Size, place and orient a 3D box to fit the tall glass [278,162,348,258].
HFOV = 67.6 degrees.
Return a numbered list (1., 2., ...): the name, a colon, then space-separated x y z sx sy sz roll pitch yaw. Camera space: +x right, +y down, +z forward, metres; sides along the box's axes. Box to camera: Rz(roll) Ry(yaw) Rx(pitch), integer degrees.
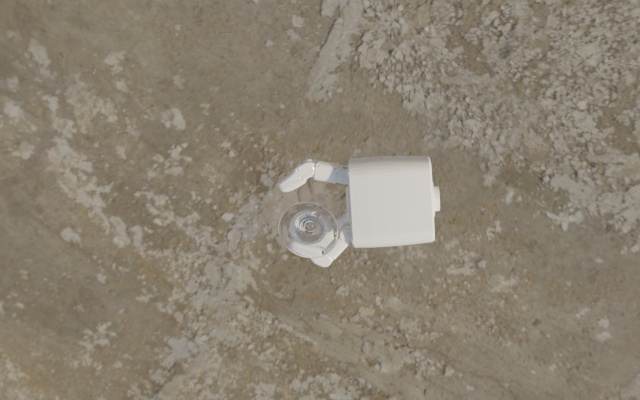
1. tall glass: 0.000 0.002 0.665 0.079 0.079 0.201 0 20 9
